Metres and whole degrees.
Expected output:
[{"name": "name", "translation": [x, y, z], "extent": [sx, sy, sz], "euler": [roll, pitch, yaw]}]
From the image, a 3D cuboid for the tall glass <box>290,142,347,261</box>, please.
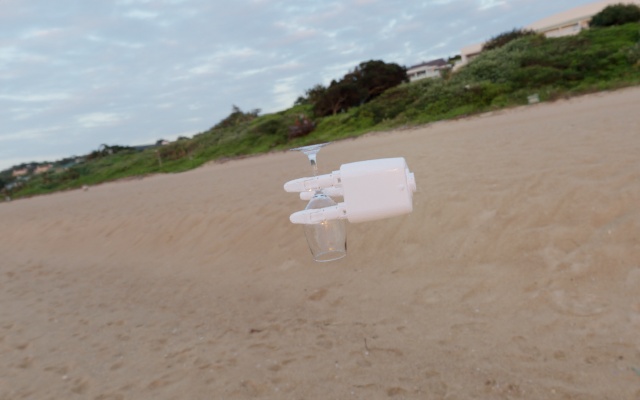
[{"name": "tall glass", "translation": [0.000, 0.002, 0.843], "extent": [0.079, 0.201, 0.079], "euler": [-10, 7, 1]}]
